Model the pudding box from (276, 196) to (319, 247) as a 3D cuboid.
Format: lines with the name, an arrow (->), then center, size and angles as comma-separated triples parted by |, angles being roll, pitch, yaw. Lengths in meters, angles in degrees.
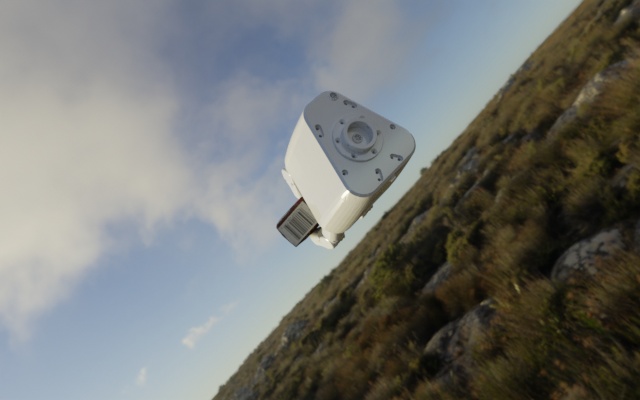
pudding box -> 0.000, 0.002, 0.597 | 0.039, 0.113, 0.090 | 44, 5, 4
